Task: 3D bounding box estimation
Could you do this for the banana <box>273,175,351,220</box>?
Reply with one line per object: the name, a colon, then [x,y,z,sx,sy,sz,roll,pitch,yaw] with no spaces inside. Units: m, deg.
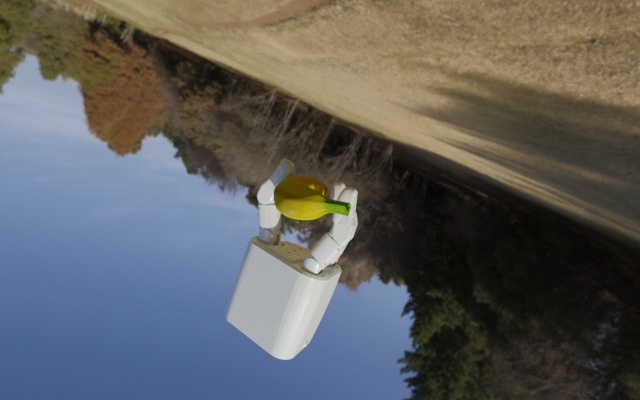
banana: [-0.017,-0.003,0.520,0.069,0.037,0.197,17,7,-8]
